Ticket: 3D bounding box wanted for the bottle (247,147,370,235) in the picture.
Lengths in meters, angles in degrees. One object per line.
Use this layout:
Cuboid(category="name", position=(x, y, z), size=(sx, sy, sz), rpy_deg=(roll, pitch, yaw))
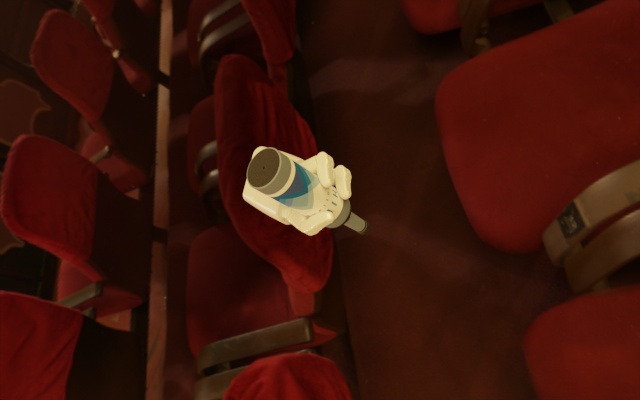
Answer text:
Cuboid(category="bottle", position=(0.000, 0.003, 0.806), size=(0.069, 0.069, 0.296), rpy_deg=(0, -20, 37))
